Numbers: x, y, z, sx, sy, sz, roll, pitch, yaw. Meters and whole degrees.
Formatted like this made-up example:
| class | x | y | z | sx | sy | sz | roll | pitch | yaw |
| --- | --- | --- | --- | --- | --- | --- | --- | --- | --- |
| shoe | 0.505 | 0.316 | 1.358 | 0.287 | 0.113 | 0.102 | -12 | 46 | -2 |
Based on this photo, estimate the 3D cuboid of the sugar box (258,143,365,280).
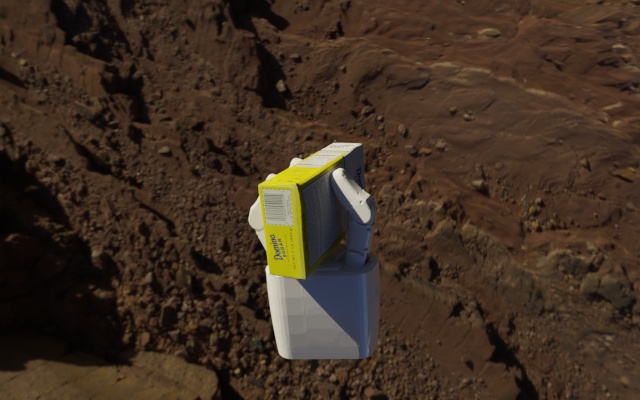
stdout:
| class | x | y | z | sx | sy | sz | roll | pitch | yaw |
| --- | --- | --- | --- | --- | --- | --- | --- | --- | --- |
| sugar box | 0.000 | 0.002 | 0.505 | 0.048 | 0.093 | 0.176 | 3 | 19 | 21 |
